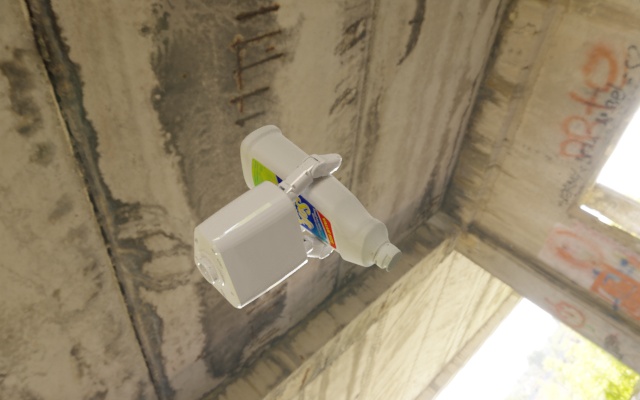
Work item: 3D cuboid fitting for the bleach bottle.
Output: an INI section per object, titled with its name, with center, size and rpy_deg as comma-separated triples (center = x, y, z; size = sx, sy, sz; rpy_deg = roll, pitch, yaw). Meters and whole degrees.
[bleach bottle]
center = 0.000, 0.002, 0.620
size = 0.068, 0.103, 0.250
rpy_deg = -35, 55, -30
